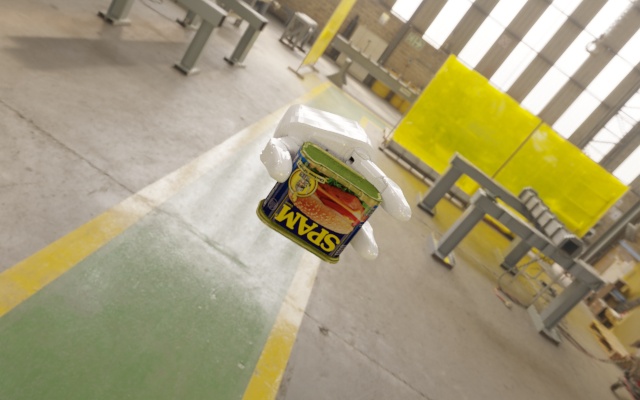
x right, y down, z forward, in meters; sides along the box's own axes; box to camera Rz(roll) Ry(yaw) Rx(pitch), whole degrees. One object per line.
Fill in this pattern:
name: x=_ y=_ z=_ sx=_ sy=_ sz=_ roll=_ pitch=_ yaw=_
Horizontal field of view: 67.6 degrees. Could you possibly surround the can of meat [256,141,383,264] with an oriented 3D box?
can of meat: x=0.000 y=0.001 z=0.487 sx=0.102 sy=0.084 sz=0.057 roll=33 pitch=20 yaw=-11
